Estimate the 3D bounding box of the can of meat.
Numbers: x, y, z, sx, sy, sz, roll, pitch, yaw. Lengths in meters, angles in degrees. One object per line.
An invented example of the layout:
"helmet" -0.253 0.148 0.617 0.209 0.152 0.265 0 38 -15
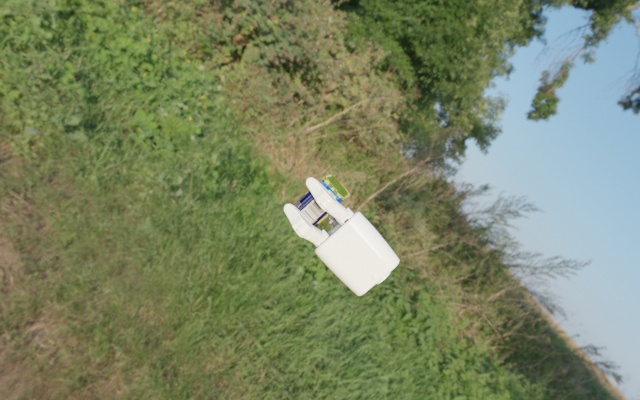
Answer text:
"can of meat" 0.000 0.002 0.807 0.084 0.057 0.102 -42 -2 11
